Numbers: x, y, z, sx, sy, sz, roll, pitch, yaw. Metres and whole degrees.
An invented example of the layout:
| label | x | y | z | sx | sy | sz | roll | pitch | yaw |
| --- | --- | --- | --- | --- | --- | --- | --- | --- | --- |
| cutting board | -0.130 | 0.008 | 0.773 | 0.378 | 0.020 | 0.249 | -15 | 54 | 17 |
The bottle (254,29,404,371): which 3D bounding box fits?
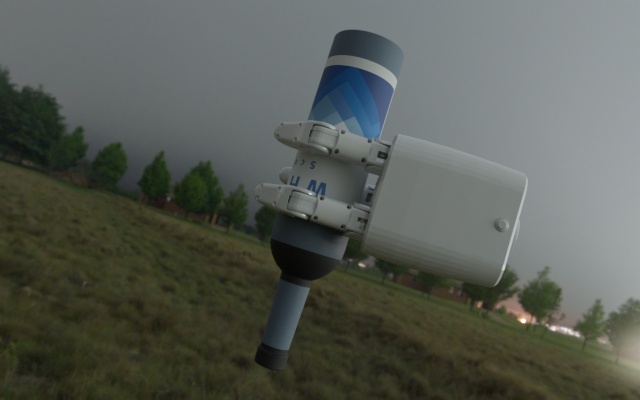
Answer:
| label | x | y | z | sx | sy | sz | roll | pitch | yaw |
| --- | --- | --- | --- | --- | --- | --- | --- | --- | --- |
| bottle | 0.000 | 0.001 | 0.422 | 0.069 | 0.295 | 0.069 | 17 | -5 | 1 |
